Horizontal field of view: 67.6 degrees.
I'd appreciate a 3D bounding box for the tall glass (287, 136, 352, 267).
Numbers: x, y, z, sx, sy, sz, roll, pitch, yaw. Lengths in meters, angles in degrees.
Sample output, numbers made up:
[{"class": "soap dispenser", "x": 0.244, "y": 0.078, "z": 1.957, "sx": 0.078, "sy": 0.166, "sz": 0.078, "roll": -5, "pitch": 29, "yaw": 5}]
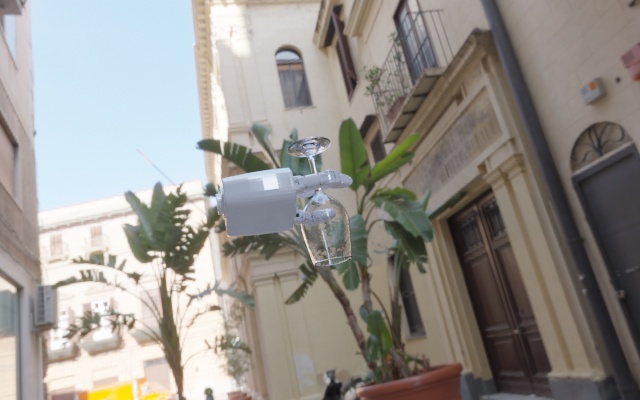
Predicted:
[{"class": "tall glass", "x": 0.000, "y": 0.002, "z": 0.774, "sx": 0.079, "sy": 0.201, "sz": 0.079, "roll": -11, "pitch": -17, "yaw": -3}]
